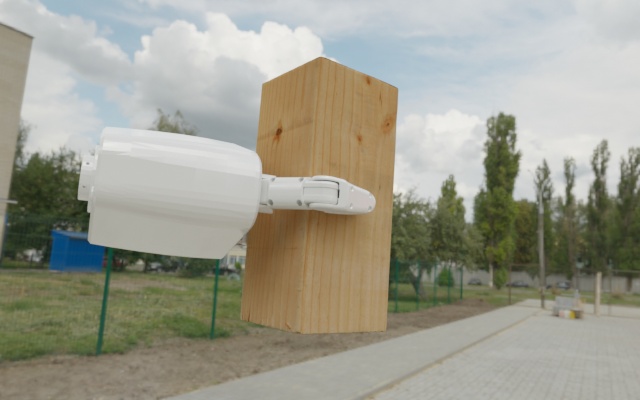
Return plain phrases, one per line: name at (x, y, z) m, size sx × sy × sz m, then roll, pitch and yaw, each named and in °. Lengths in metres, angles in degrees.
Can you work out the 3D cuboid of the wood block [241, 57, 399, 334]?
wood block at (0.000, 0.001, 0.405) m, size 0.090 × 0.206 × 0.091 m, roll 10°, pitch -10°, yaw -38°
